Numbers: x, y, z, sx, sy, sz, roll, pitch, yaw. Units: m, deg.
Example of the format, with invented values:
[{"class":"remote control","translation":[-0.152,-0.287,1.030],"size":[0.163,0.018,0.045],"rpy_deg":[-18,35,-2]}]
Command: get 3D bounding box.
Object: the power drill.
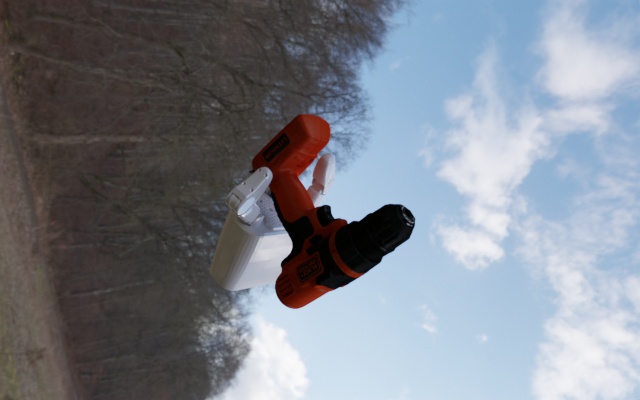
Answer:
[{"class":"power drill","translation":[0.000,0.001,0.515],"size":[0.057,0.187,0.184],"rpy_deg":[12,-40,-46]}]
